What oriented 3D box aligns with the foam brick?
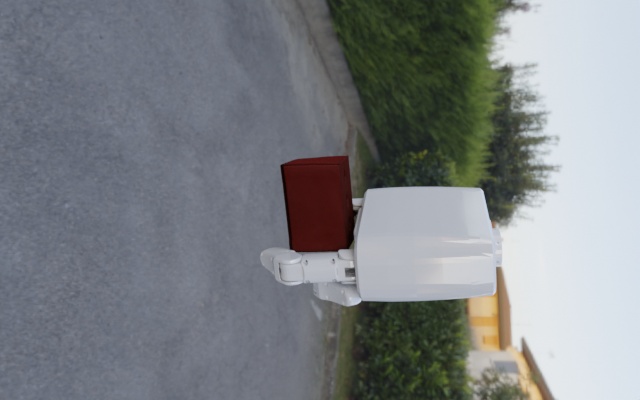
[{"bbox_3d":[0.000,0.001,0.423,0.051,0.078,0.053,-3,12,14],"label":"foam brick"}]
